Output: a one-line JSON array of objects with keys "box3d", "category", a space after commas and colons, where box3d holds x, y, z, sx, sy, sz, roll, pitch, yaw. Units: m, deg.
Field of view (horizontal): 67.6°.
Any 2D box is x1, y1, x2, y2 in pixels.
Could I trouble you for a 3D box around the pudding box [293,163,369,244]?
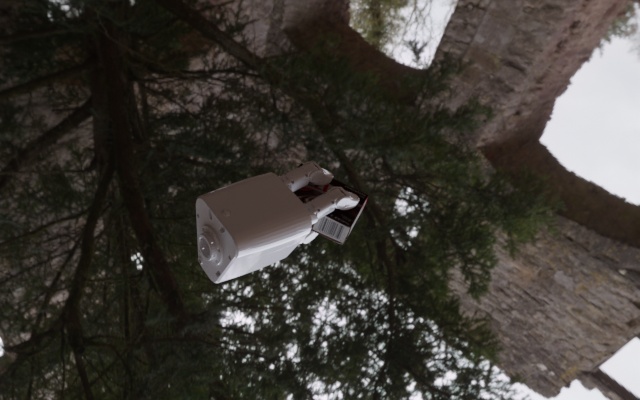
[{"box3d": [0.000, 0.002, 0.663, 0.113, 0.039, 0.090, 27, 37, 6], "category": "pudding box"}]
